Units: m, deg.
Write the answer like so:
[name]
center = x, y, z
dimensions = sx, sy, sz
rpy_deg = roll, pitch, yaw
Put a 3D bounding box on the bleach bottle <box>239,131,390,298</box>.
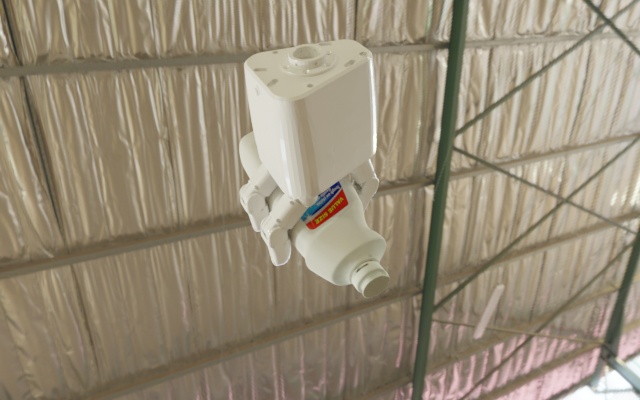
[bleach bottle]
center = 0.000, 0.002, 0.514
dimensions = 0.102, 0.068, 0.250
rpy_deg = -23, 46, -17
